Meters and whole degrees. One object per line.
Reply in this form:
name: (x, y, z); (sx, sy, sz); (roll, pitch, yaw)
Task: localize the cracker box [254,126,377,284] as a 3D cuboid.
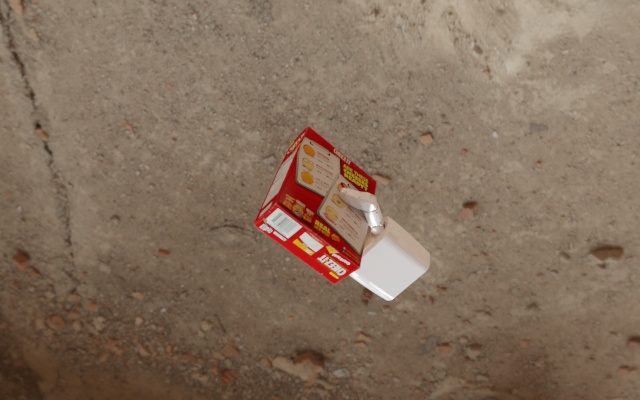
cracker box: (0.000, 0.003, 0.774); (0.164, 0.213, 0.072); (38, -52, -17)
